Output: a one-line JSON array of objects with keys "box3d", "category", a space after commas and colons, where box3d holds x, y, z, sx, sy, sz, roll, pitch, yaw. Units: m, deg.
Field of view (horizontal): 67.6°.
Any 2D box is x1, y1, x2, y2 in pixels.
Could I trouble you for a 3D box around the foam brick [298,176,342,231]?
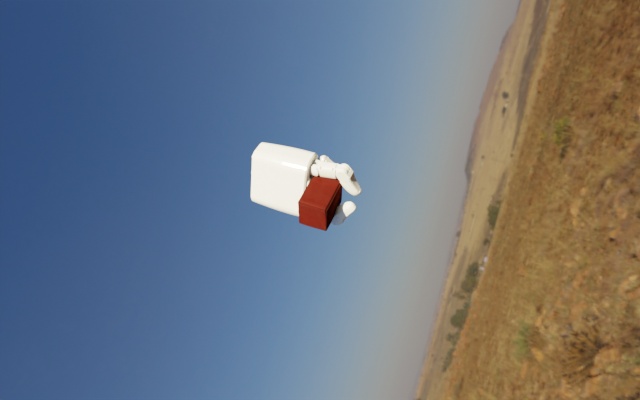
[{"box3d": [0.000, 0.003, 0.803, 0.051, 0.053, 0.078, 16, 47, 15], "category": "foam brick"}]
